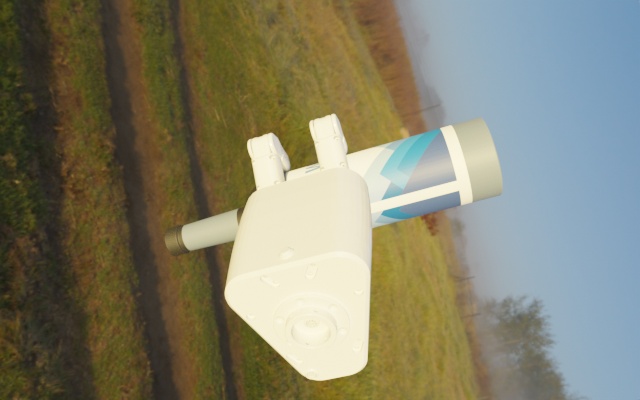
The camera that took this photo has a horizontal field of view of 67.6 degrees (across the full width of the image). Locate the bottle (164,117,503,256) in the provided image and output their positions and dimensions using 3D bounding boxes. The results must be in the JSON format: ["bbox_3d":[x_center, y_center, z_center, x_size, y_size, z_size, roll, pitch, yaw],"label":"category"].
[{"bbox_3d":[0.000,0.001,0.420,0.296,0.069,0.069,-15,-3,11],"label":"bottle"}]
